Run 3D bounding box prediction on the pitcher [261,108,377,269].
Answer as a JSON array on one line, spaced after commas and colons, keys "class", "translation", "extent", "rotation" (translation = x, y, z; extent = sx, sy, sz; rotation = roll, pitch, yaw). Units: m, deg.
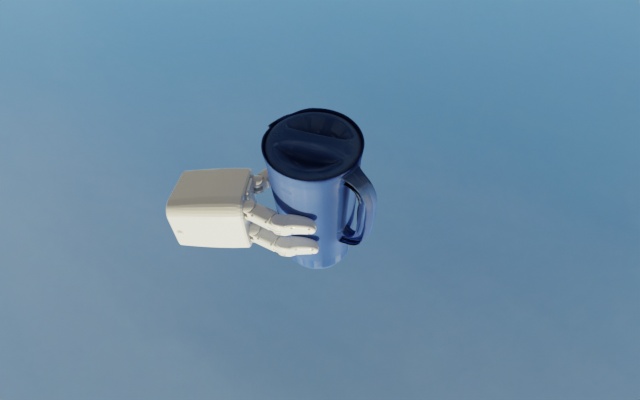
[{"class": "pitcher", "translation": [0.000, 0.002, 0.696], "extent": [0.145, 0.149, 0.243], "rotation": [-2, -39, 1]}]
